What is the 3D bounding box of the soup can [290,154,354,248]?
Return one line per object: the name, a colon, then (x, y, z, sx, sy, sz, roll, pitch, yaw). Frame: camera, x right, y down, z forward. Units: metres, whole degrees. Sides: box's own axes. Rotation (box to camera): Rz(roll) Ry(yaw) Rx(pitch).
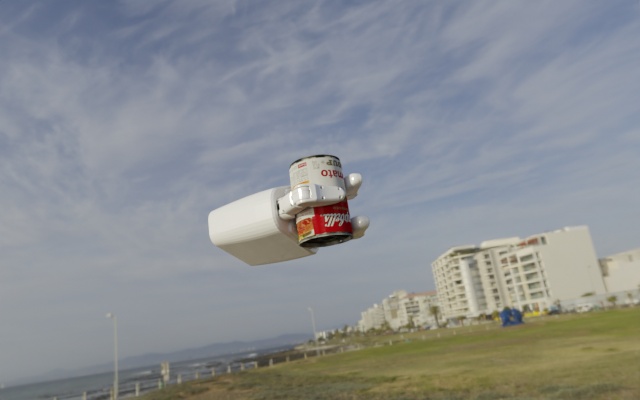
soup can: (0.000, 0.002, 0.595, 0.068, 0.102, 0.068, -8, -16, -2)
